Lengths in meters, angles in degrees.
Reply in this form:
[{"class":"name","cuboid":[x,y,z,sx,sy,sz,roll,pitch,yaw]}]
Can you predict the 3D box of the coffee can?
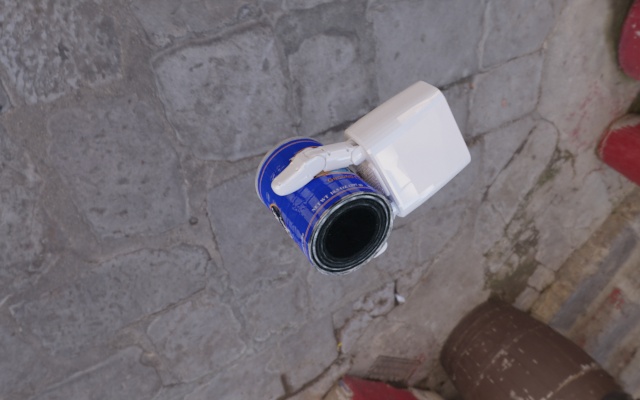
[{"class":"coffee can","cuboid":[0.000,0.002,0.539,0.103,0.103,0.140,0,30,-34]}]
